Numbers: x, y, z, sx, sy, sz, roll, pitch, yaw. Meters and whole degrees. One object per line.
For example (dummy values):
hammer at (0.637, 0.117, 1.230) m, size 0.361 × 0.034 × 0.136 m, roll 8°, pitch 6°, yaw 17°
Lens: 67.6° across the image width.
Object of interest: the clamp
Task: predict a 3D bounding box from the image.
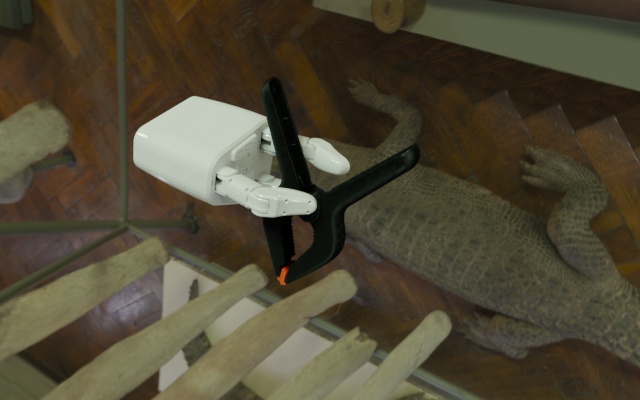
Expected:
clamp at (-0.001, 0.002, 0.472) m, size 0.164 × 0.210 × 0.036 m, roll 23°, pitch 28°, yaw 22°
